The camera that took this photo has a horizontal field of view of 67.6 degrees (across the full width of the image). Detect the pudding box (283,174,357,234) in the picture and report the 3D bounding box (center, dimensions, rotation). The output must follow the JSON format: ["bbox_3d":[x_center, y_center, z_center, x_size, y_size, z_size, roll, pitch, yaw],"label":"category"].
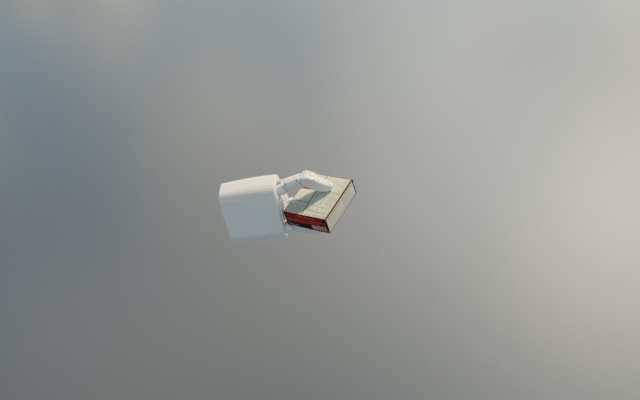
[{"bbox_3d":[0.000,0.003,0.859,0.090,0.039,0.113,11,50,29],"label":"pudding box"}]
